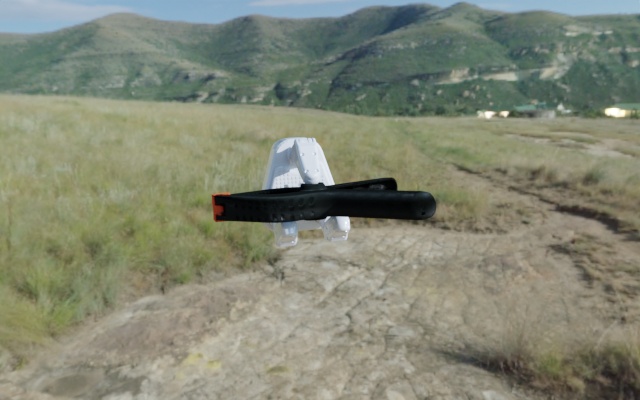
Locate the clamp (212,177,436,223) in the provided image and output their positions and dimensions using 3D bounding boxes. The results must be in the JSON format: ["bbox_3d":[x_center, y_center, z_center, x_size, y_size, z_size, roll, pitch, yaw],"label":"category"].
[{"bbox_3d":[-0.001,0.001,0.469,0.210,0.036,0.164,-5,7,-10],"label":"clamp"}]
